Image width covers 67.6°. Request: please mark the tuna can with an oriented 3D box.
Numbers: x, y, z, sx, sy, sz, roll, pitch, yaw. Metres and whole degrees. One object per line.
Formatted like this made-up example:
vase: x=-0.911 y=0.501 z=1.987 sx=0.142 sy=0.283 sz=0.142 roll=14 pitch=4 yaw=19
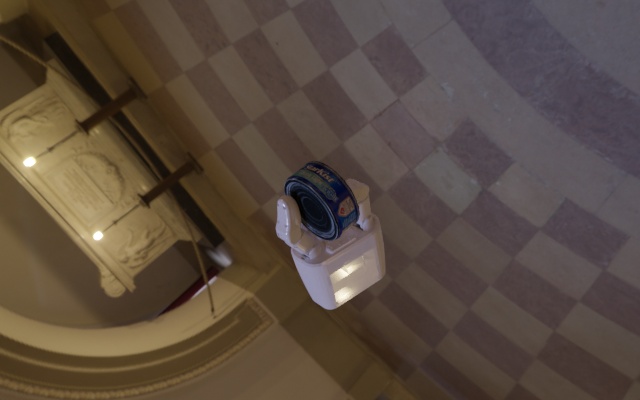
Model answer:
tuna can: x=0.000 y=0.002 z=0.520 sx=0.033 sy=0.086 sz=0.086 roll=-39 pitch=19 yaw=-26
